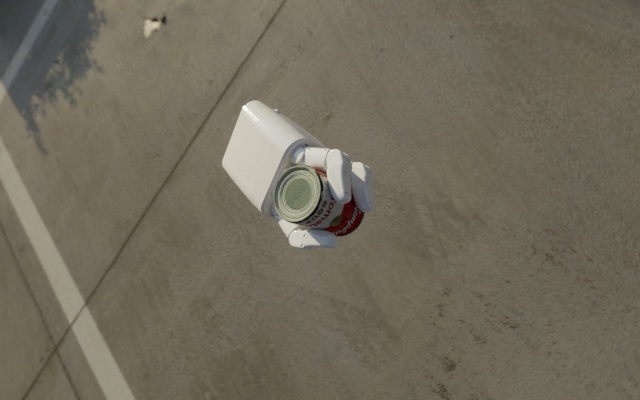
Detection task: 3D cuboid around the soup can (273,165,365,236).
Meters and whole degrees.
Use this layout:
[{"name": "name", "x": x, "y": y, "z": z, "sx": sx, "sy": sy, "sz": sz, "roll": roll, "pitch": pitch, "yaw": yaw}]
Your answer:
[{"name": "soup can", "x": 0.000, "y": 0.002, "z": 0.565, "sx": 0.068, "sy": 0.068, "sz": 0.102, "roll": 0, "pitch": -12, "yaw": 33}]
